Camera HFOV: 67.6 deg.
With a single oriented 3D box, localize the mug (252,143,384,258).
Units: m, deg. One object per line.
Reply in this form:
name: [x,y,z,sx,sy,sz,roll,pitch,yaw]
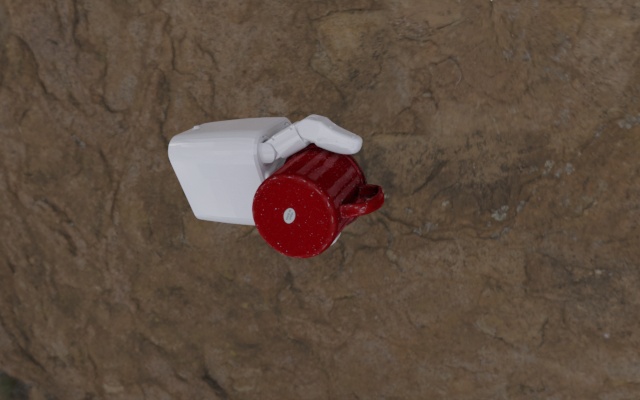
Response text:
mug: [0.001,0.002,0.439,0.117,0.093,0.081,2,22,21]
